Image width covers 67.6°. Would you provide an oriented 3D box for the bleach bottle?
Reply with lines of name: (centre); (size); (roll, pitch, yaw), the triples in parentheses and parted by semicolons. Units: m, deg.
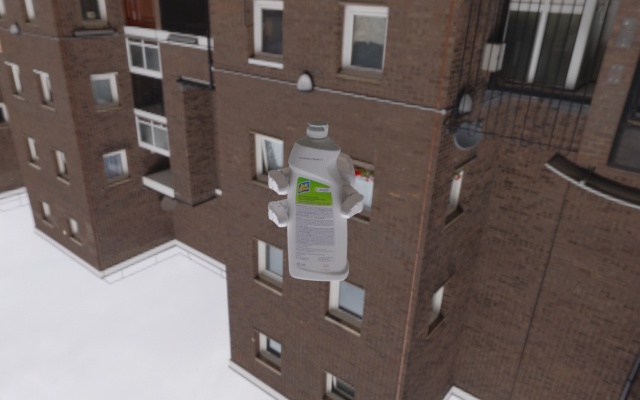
bleach bottle: (0.000, 0.002, 0.738); (0.102, 0.251, 0.068); (3, 25, 0)
